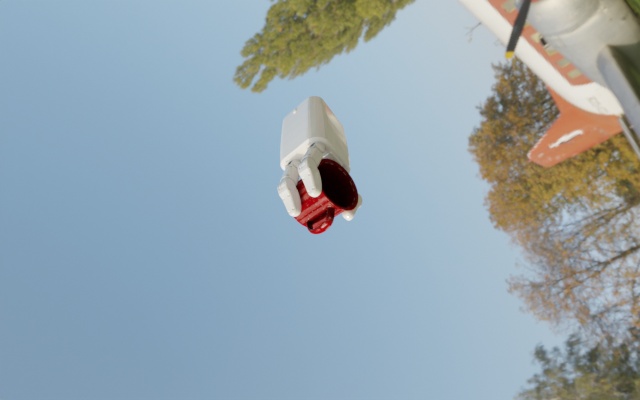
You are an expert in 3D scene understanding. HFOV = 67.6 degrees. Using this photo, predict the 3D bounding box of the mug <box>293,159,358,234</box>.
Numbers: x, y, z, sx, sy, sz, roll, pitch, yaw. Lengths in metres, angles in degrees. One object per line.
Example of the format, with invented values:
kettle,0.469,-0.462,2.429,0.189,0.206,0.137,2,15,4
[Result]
mug,0.000,0.004,0.756,0.093,0.117,0.081,28,-46,-33
